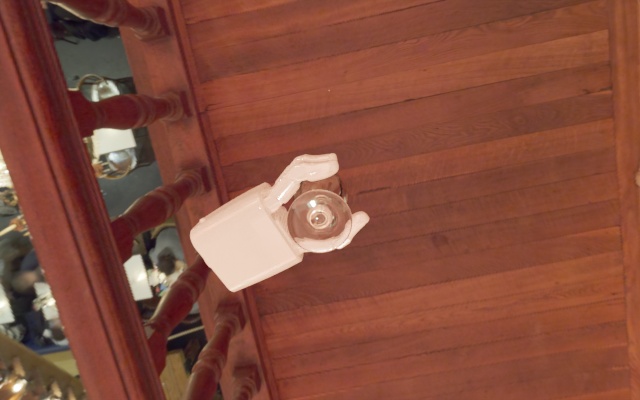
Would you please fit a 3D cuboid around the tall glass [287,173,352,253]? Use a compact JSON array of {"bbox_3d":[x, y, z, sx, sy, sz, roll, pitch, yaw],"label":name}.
[{"bbox_3d":[0.000,0.002,0.633,0.079,0.079,0.201,0,13,1],"label":"tall glass"}]
